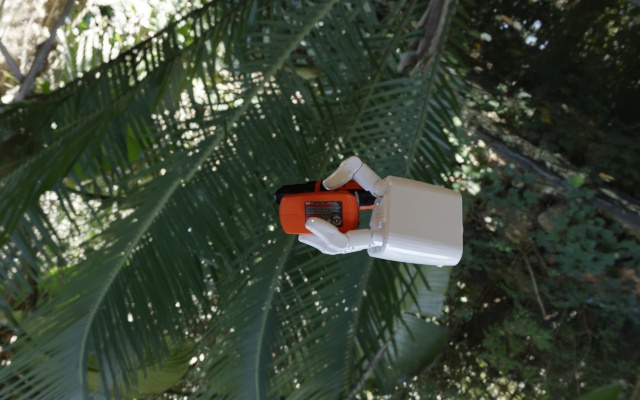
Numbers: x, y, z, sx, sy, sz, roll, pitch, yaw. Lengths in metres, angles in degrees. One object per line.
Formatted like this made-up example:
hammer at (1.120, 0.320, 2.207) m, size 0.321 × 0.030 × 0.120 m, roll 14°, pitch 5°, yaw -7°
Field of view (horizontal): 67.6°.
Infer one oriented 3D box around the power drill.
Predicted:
power drill at (0.000, 0.002, 0.714) m, size 0.184 × 0.057 × 0.187 m, roll -3°, pitch 10°, yaw 13°
